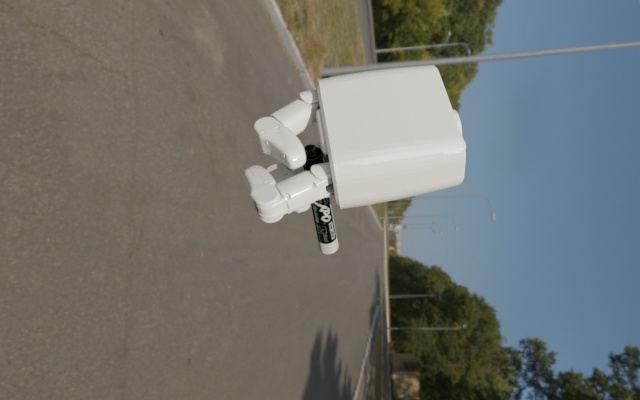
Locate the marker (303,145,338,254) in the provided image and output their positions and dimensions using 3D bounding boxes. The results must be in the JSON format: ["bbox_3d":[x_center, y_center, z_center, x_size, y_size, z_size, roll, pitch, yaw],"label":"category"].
[{"bbox_3d":[0.000,0.001,0.424,0.020,0.121,0.020,-6,42,5],"label":"marker"}]
